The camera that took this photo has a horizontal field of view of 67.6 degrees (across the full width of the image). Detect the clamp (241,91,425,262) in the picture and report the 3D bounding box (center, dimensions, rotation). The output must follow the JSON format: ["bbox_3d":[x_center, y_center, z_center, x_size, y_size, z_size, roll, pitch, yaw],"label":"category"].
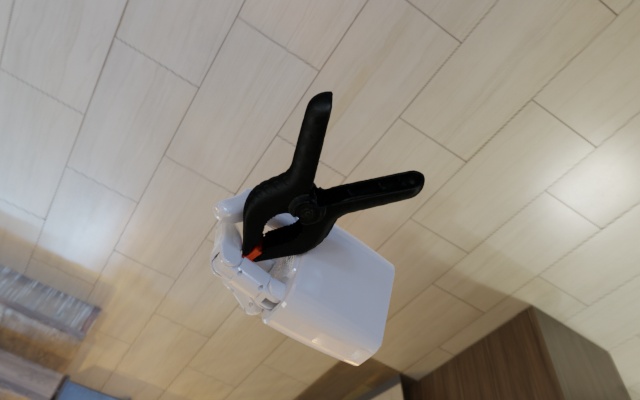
[{"bbox_3d":[0.000,0.002,0.404,0.120,0.171,0.039,32,33,-17],"label":"clamp"}]
